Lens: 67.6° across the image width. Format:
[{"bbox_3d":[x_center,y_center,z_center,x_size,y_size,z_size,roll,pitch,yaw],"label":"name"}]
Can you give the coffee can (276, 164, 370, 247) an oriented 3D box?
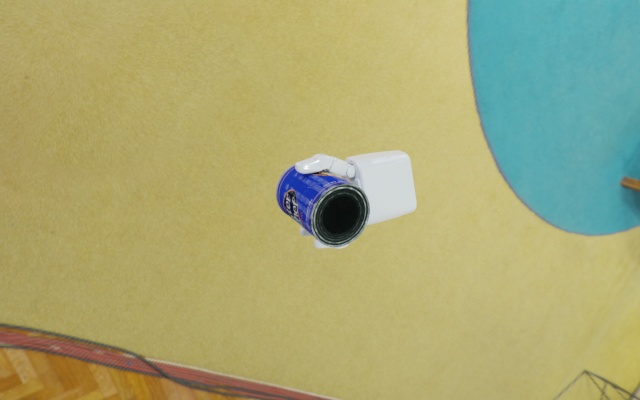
[{"bbox_3d":[0.000,0.002,0.776,0.103,0.103,0.140,0,18,-28],"label":"coffee can"}]
